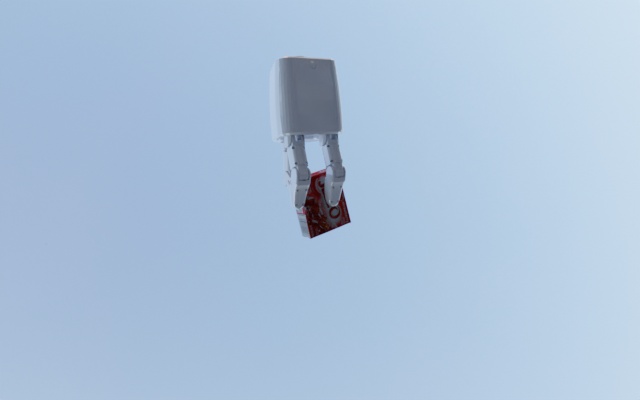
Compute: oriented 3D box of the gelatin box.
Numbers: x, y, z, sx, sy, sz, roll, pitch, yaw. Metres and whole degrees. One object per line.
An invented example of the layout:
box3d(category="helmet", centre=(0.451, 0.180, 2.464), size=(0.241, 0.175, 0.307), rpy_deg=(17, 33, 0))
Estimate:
box3d(category="gelatin box", centre=(0.000, 0.003, 0.703), size=(0.073, 0.089, 0.030), rpy_deg=(-20, 15, -27))
